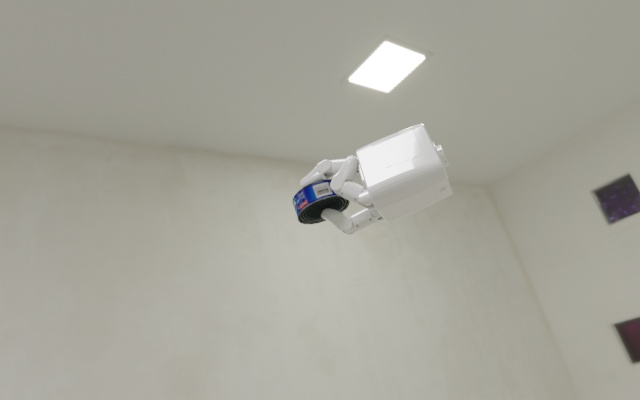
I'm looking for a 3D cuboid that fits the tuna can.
[{"bbox_3d":[0.000,0.002,0.751,0.086,0.033,0.086,-17,-24,-8],"label":"tuna can"}]
